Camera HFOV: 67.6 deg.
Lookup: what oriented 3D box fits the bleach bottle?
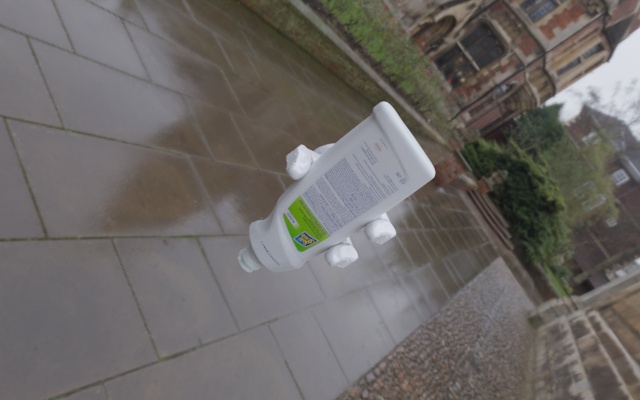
[{"bbox_3d":[0.000,0.002,0.550,0.251,0.102,0.068,-35,0,18],"label":"bleach bottle"}]
